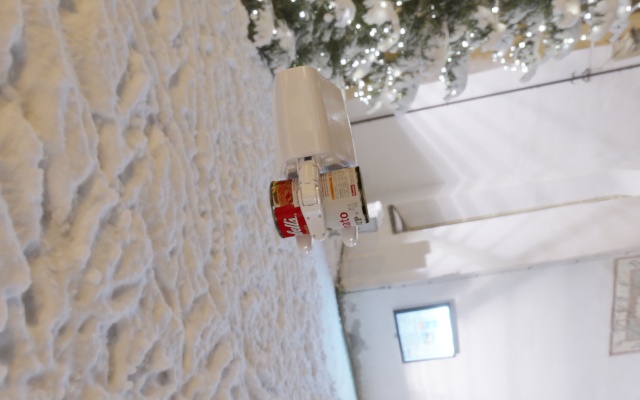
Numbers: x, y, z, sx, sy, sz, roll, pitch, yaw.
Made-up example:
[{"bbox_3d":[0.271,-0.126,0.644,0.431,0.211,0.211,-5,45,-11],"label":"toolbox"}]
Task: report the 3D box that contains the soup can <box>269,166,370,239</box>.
[{"bbox_3d":[0.000,0.002,0.545,0.102,0.068,0.068,-10,-1,7],"label":"soup can"}]
